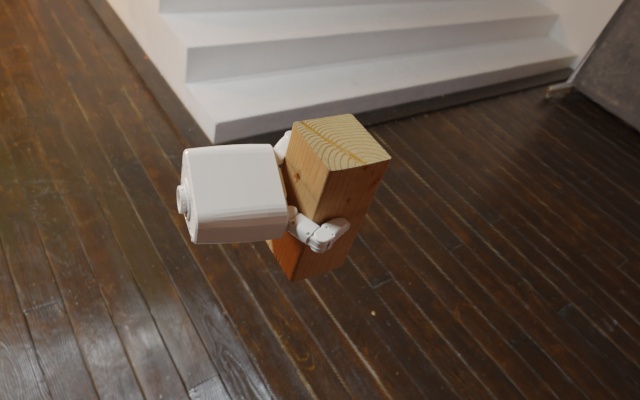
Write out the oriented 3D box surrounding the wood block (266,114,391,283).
[{"bbox_3d":[0.000,0.002,0.623,0.090,0.206,0.090,-14,52,-31],"label":"wood block"}]
